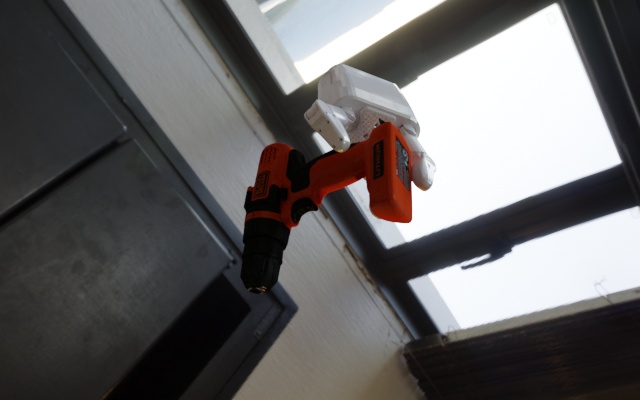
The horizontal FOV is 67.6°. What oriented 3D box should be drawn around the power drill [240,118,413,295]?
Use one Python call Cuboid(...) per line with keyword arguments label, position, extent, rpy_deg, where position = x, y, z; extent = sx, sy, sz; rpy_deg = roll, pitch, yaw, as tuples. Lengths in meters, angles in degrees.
Cuboid(label="power drill", position=(0.001, 0.001, 0.502), extent=(0.187, 0.184, 0.057), rpy_deg=(-12, -34, 27))
